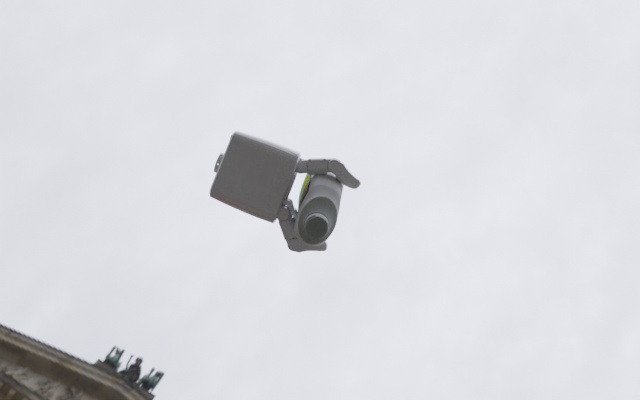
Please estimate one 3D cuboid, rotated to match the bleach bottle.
[{"bbox_3d":[0.000,0.002,0.717,0.068,0.102,0.250,21,11,-3],"label":"bleach bottle"}]
